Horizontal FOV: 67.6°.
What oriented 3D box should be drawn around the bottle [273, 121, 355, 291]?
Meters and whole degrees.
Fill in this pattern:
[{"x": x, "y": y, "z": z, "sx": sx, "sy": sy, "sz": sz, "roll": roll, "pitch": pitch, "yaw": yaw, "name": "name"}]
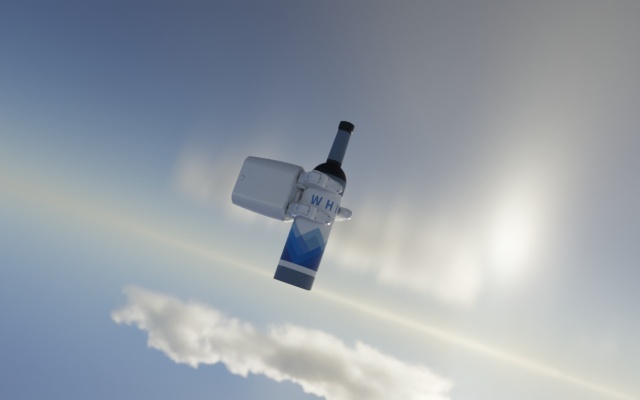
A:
[{"x": 0.000, "y": 0.003, "z": 0.813, "sx": 0.069, "sy": 0.295, "sz": 0.069, "roll": 18, "pitch": -10, "yaw": 3, "name": "bottle"}]
